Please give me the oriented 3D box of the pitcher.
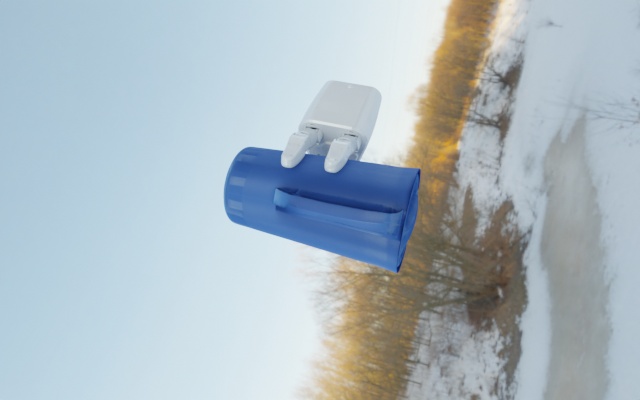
[{"bbox_3d":[0.000,0.002,0.613,0.243,0.145,0.149,12,-39,14],"label":"pitcher"}]
